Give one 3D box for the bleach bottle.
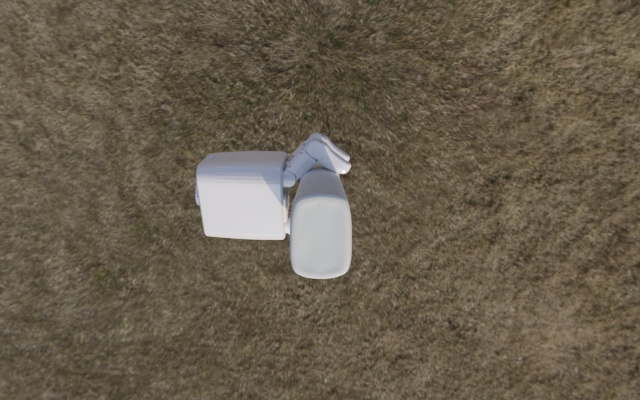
[{"bbox_3d":[0.000,0.002,0.627,0.068,0.102,0.250,0,17,0],"label":"bleach bottle"}]
